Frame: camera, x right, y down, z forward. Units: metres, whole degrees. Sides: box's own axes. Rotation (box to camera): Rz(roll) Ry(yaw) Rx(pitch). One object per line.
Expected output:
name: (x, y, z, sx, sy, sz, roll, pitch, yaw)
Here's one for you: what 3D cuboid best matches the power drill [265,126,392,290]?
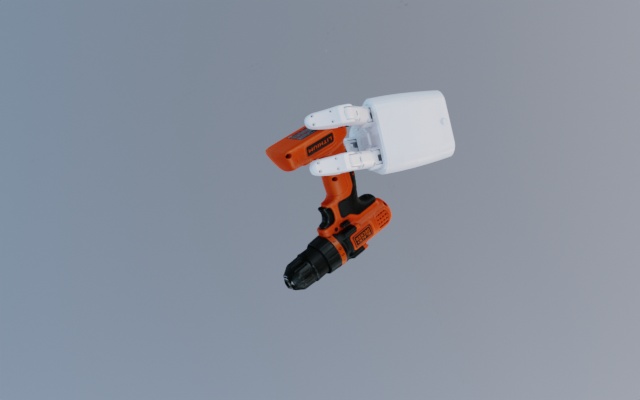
power drill: (0.000, 0.002, 0.620, 0.184, 0.188, 0.057, -37, 30, -27)
